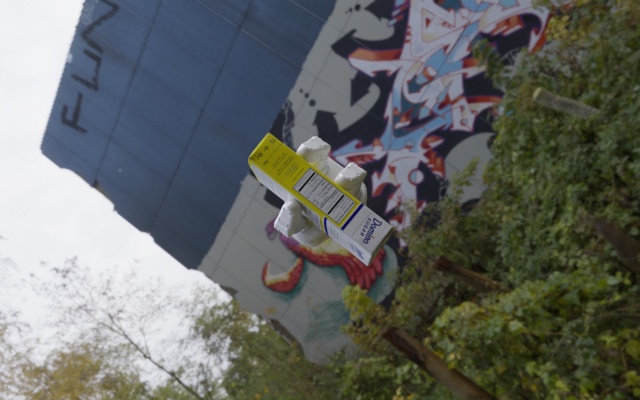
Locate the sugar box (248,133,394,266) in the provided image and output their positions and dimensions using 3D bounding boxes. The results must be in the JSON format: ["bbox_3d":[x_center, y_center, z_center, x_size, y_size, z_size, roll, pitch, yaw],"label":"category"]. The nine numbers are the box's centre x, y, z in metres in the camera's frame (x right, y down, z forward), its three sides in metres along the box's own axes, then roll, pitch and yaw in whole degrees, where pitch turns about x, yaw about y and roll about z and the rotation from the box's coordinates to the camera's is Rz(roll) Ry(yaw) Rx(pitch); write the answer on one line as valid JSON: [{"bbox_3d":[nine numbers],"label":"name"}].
[{"bbox_3d":[0.000,0.001,0.555,0.176,0.048,0.093,35,-10,10],"label":"sugar box"}]
